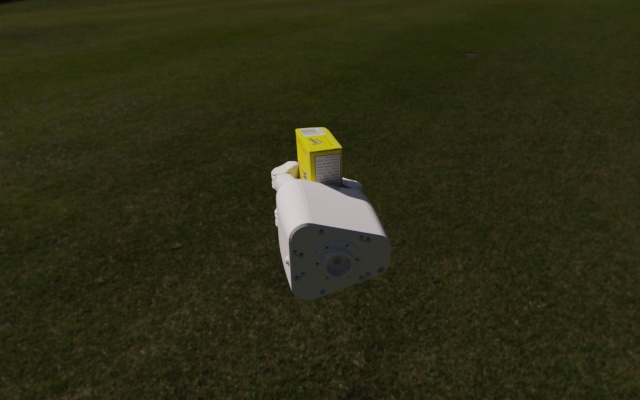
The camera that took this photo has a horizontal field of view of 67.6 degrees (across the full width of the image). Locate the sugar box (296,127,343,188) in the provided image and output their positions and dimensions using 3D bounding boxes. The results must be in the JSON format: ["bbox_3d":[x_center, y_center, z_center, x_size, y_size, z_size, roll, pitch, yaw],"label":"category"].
[{"bbox_3d":[0.000,0.002,0.618,0.048,0.176,0.093,-6,26,-11],"label":"sugar box"}]
